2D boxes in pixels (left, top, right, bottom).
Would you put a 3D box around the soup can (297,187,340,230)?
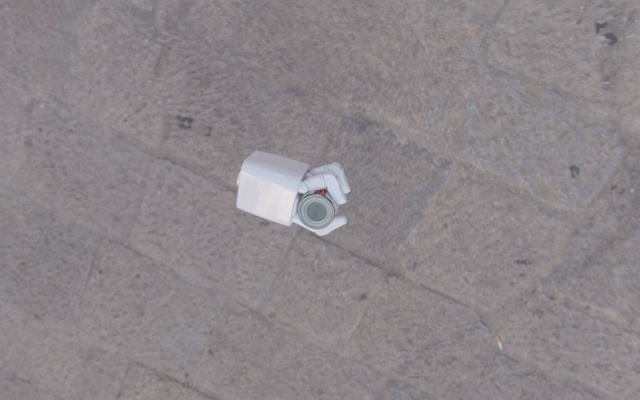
[{"bbox_3d":[0.001,0.003,0.859,0.068,0.068,0.102,0,20,10],"label":"soup can"}]
